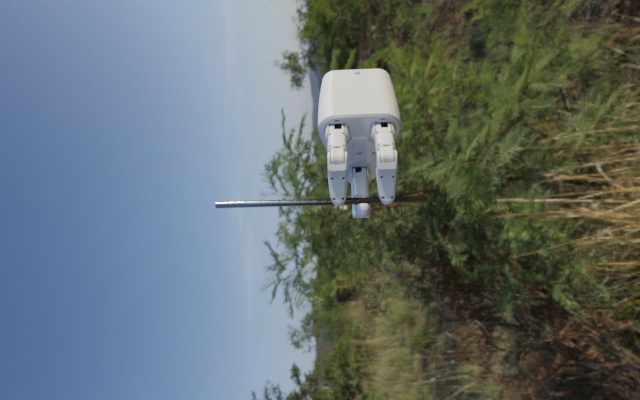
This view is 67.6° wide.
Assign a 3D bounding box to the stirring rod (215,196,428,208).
[{"bbox_3d":[0.000,0.002,0.545,0.239,0.011,0.011,-2,0,2],"label":"stirring rod"}]
